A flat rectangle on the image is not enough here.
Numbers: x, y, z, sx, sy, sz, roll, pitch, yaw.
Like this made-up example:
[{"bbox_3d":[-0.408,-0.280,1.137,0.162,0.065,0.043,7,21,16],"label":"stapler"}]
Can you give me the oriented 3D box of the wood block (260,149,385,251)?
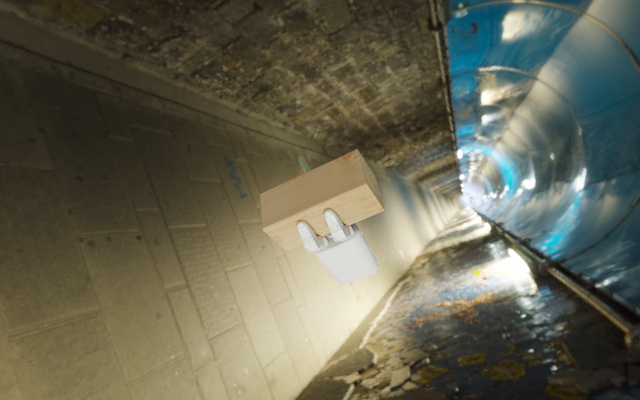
[{"bbox_3d":[0.000,0.003,0.883,0.206,0.090,0.090,-24,-42,16],"label":"wood block"}]
